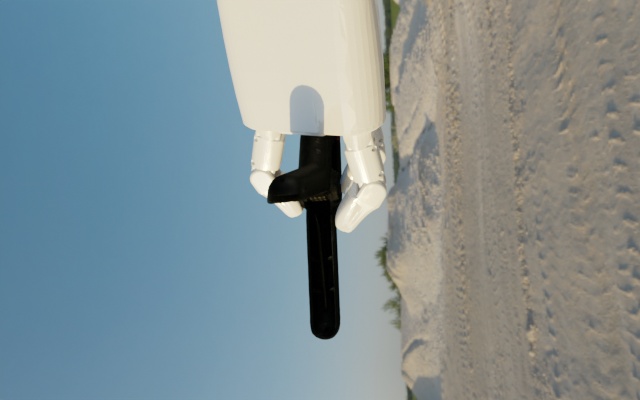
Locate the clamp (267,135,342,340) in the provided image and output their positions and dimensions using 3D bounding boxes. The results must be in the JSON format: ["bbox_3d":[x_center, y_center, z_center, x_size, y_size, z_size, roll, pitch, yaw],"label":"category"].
[{"bbox_3d":[-0.001,0.001,0.420,0.036,0.165,0.209,-4,34,10],"label":"clamp"}]
